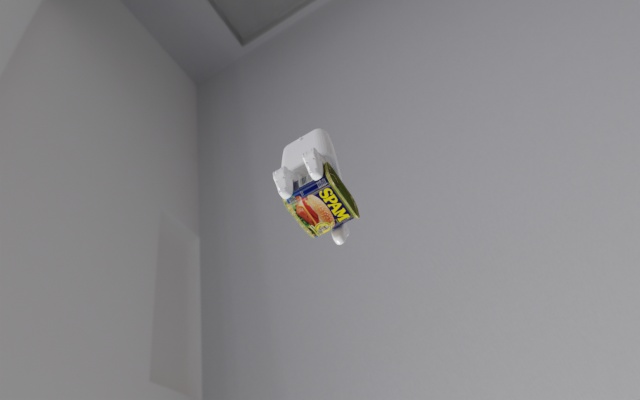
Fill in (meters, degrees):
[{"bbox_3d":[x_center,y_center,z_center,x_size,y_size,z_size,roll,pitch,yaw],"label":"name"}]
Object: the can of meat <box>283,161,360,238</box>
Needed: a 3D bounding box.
[{"bbox_3d":[0.000,0.003,0.750,0.084,0.102,0.057,-28,35,13],"label":"can of meat"}]
